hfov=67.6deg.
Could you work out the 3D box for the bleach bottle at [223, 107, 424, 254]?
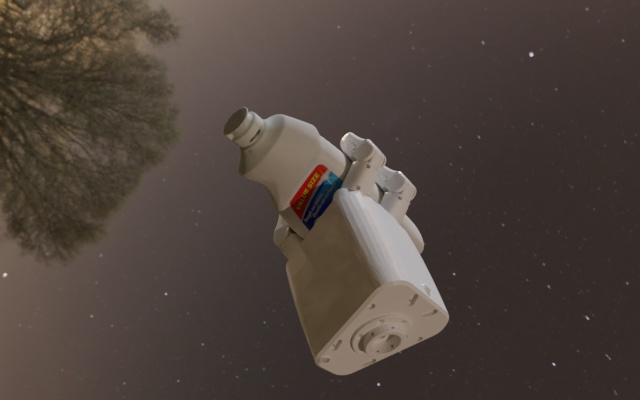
[{"bbox_3d":[0.000,0.001,0.476,0.251,0.102,0.068,39,18,-37],"label":"bleach bottle"}]
